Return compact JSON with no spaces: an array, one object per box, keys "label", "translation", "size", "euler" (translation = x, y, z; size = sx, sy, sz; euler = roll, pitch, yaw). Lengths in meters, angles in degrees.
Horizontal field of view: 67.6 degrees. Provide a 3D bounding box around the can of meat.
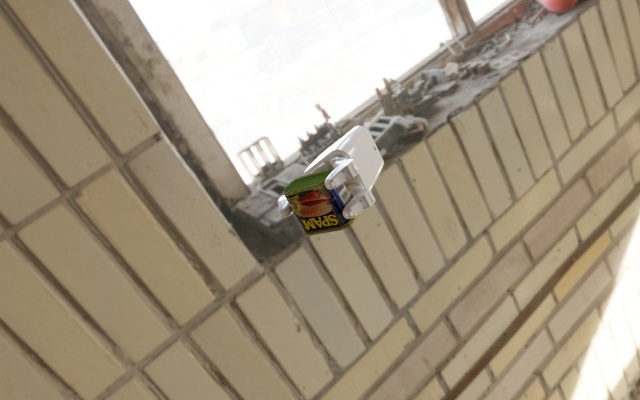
[{"label":"can of meat","translation":[0.000,0.002,0.761],"size":[0.102,0.084,0.057],"euler":[-12,26,39]}]
